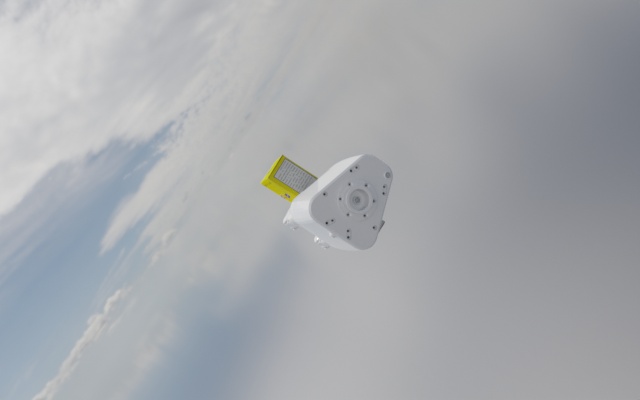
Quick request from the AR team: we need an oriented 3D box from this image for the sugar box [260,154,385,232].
[{"bbox_3d":[0.000,0.003,0.704,0.176,0.048,0.093,35,-10,-9],"label":"sugar box"}]
